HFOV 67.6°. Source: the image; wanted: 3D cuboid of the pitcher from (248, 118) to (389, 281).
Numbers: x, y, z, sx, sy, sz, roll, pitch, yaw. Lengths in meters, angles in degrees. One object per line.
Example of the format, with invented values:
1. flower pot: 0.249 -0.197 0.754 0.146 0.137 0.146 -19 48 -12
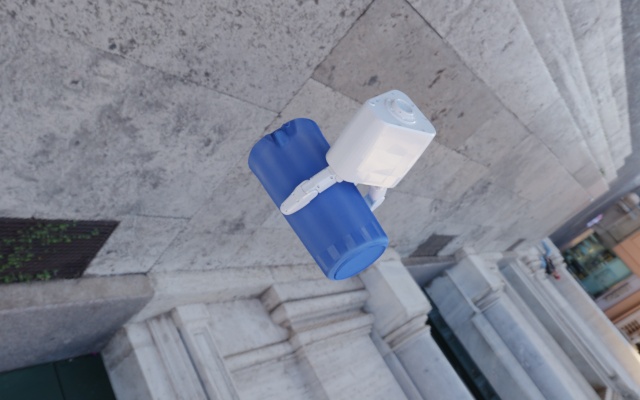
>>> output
1. pitcher: 0.000 0.002 0.754 0.149 0.242 0.145 -8 -34 -44
